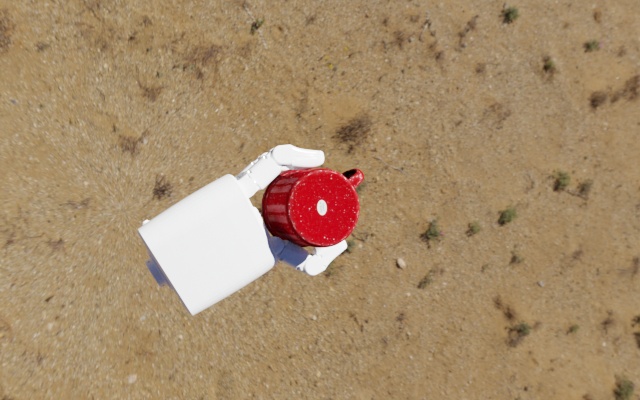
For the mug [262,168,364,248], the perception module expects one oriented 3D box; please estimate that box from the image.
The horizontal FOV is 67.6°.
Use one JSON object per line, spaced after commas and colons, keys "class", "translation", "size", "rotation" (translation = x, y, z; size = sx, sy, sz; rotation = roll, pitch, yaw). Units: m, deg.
{"class": "mug", "translation": [0.001, 0.001, 0.522], "size": [0.117, 0.093, 0.081], "rotation": [-34, 11, -18]}
